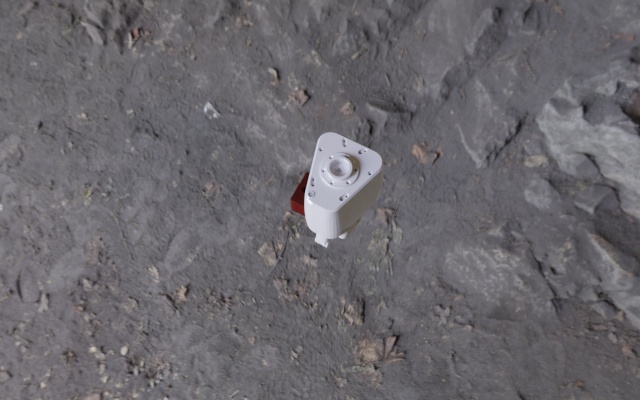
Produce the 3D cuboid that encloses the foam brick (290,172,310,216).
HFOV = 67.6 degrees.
[{"bbox_3d":[0.000,0.002,0.726,0.078,0.053,0.051,27,-18,11],"label":"foam brick"}]
